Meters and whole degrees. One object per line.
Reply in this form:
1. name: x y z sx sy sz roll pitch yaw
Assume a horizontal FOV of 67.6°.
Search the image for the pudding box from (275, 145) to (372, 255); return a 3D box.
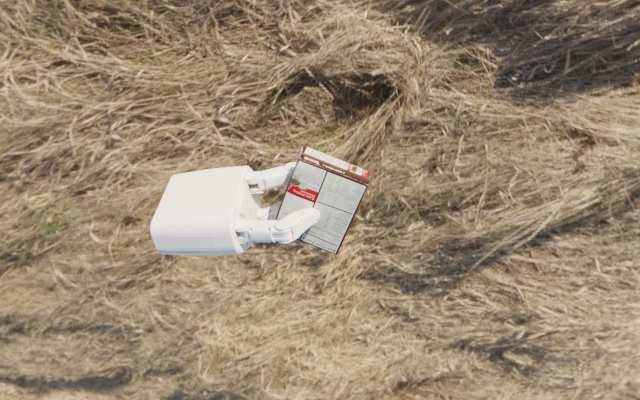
1. pudding box: 0.000 0.002 0.582 0.090 0.113 0.039 21 32 -3
